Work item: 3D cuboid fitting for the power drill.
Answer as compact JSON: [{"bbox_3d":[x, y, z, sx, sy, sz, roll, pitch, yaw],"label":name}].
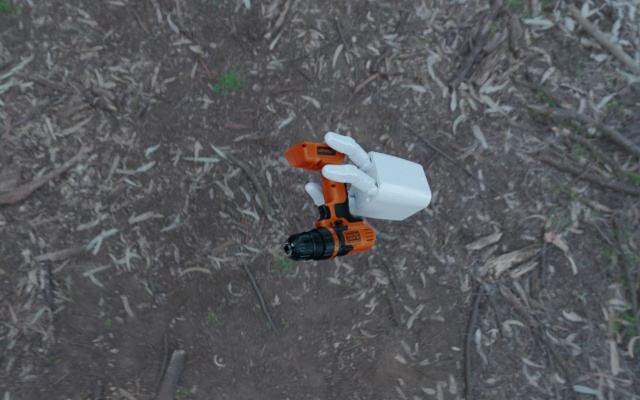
[{"bbox_3d":[0.000,0.002,0.768,0.184,0.187,0.057,-3,-15,-46],"label":"power drill"}]
